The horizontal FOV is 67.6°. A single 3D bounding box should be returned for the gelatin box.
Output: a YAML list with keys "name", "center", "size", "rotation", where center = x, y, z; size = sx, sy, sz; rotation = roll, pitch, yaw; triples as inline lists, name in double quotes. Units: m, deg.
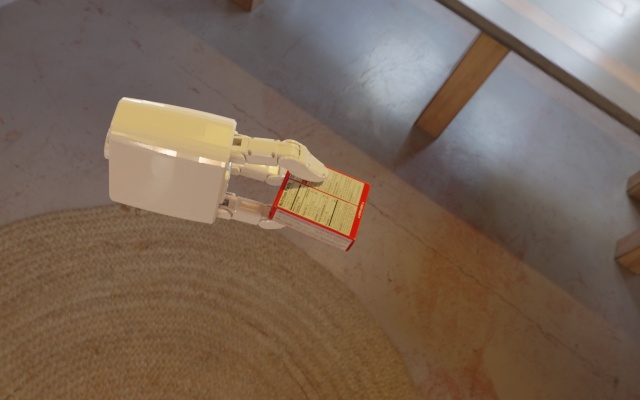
- name: "gelatin box"
  center: [0.001, 0.001, 0.490]
  size: [0.089, 0.073, 0.030]
  rotation: [22, -36, -4]
